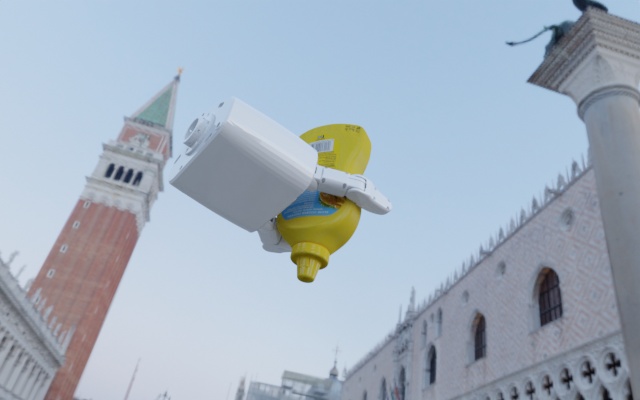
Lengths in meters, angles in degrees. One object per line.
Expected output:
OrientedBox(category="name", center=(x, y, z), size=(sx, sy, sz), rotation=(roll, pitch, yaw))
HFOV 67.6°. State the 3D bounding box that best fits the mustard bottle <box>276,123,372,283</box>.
OrientedBox(category="mustard bottle", center=(0.000, 0.002, 0.537), size=(0.096, 0.191, 0.058), rotation=(-6, -37, 25))
